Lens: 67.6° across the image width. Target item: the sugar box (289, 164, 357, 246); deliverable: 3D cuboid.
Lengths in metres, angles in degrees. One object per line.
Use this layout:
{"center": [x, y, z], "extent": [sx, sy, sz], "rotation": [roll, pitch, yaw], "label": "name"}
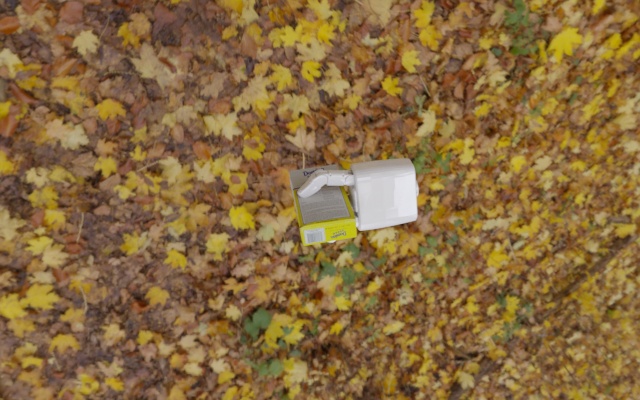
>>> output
{"center": [0.000, 0.003, 0.845], "extent": [0.093, 0.048, 0.176], "rotation": [-8, 34, -5], "label": "sugar box"}
